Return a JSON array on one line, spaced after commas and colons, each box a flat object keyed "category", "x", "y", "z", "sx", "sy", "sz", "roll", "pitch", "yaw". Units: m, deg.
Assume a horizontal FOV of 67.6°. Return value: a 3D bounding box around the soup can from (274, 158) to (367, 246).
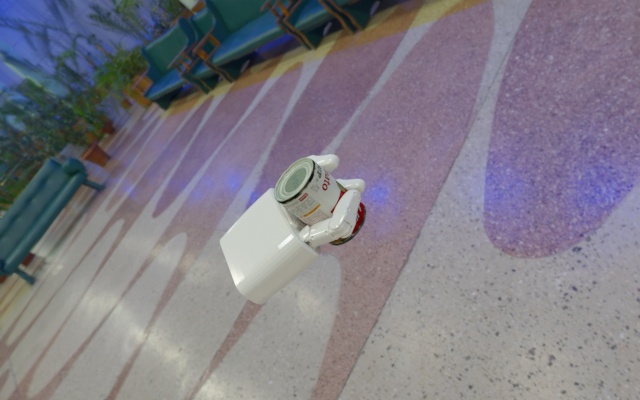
[{"category": "soup can", "x": 0.000, "y": 0.002, "z": 0.598, "sx": 0.102, "sy": 0.068, "sz": 0.068, "roll": 40, "pitch": -24, "yaw": -31}]
